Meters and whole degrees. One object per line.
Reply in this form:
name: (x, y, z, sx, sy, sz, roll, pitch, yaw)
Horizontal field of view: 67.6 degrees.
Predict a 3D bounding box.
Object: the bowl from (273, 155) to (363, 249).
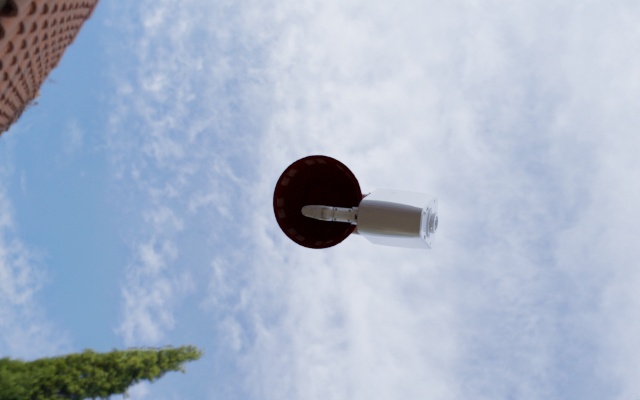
bowl: (-0.001, 0.002, 0.838, 0.162, 0.162, 0.055, 0, 0, 16)
